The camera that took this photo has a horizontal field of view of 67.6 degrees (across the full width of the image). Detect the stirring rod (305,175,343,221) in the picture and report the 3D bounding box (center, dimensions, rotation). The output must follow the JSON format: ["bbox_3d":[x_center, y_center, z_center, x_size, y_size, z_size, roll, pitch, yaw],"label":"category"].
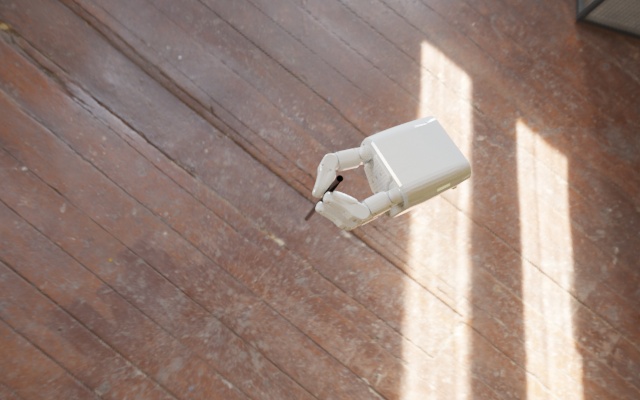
[{"bbox_3d":[0.000,0.002,0.656,0.011,0.011,0.239,0,-13,-11],"label":"stirring rod"}]
